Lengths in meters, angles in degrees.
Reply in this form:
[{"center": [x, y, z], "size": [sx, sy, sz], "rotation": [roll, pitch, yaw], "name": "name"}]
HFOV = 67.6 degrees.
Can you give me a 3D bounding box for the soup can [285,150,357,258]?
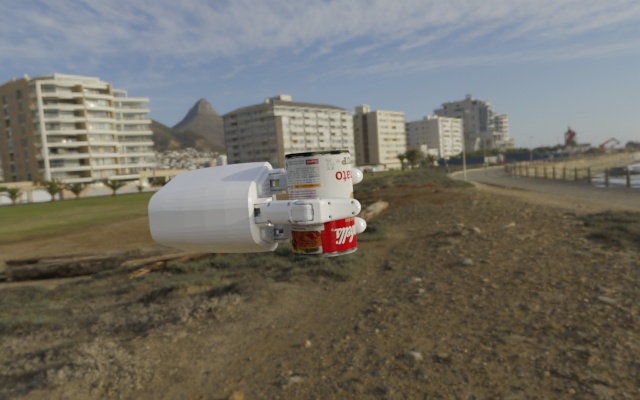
[{"center": [0.001, 0.001, 0.487], "size": [0.068, 0.102, 0.068], "rotation": [-4, 4, 0], "name": "soup can"}]
